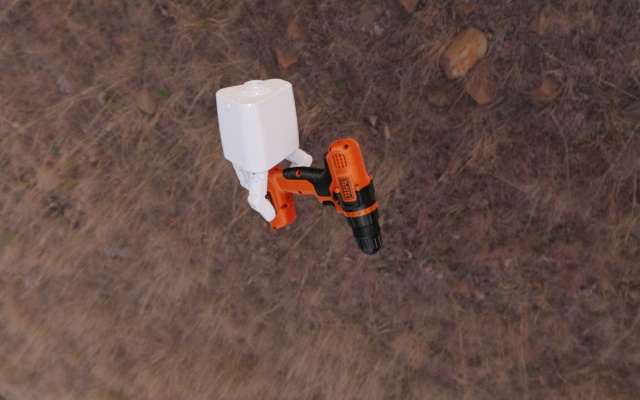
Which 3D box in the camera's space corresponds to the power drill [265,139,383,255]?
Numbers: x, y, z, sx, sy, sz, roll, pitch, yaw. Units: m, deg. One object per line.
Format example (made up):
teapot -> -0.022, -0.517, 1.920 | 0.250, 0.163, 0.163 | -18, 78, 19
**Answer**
power drill -> 0.000, 0.002, 0.754 | 0.187, 0.184, 0.057 | -6, 18, 31
